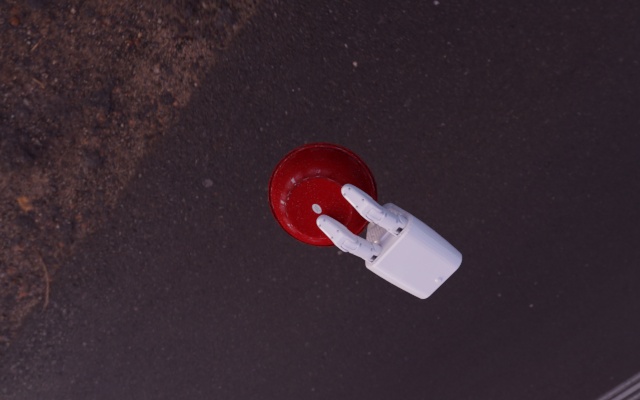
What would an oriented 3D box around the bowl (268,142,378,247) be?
[{"bbox_3d":[-0.001,0.002,0.674,0.162,0.162,0.055,0,19,6],"label":"bowl"}]
